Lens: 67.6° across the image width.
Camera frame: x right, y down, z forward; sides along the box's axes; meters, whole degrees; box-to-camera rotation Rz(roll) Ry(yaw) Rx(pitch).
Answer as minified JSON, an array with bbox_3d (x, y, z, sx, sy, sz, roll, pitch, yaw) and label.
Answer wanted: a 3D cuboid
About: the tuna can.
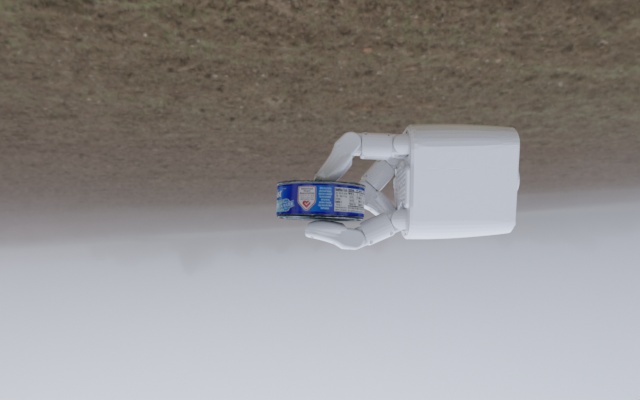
[{"bbox_3d":[0.000,0.002,0.460,0.086,0.034,0.086,2,-4,0],"label":"tuna can"}]
